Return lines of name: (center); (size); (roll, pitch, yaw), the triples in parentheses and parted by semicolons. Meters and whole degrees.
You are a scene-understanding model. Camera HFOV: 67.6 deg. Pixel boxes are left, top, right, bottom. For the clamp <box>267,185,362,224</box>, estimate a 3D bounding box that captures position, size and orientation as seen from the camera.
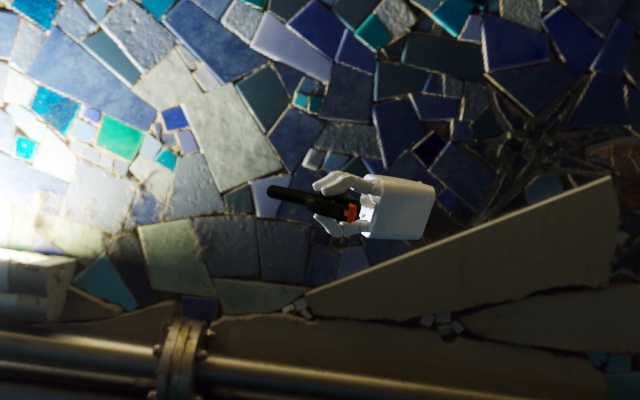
clamp: (0.000, 0.004, 0.830); (0.164, 0.036, 0.210); (4, 9, -17)
